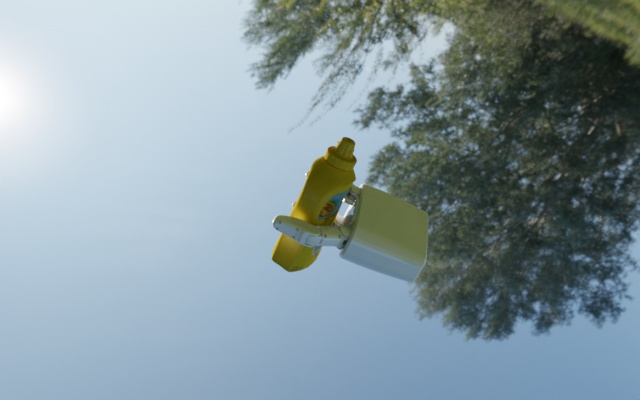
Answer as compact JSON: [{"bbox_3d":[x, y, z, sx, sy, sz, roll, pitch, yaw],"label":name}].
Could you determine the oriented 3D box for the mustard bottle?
[{"bbox_3d":[0.000,0.002,0.636,0.058,0.192,0.096,34,29,15],"label":"mustard bottle"}]
